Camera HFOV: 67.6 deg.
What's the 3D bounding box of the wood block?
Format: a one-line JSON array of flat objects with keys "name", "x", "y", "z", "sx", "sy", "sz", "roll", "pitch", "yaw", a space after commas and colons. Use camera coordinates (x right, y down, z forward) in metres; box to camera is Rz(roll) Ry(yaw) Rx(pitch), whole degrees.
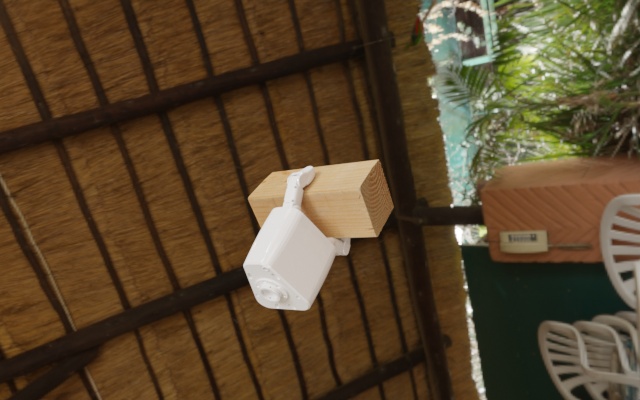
[{"name": "wood block", "x": 0.000, "y": 0.002, "z": 0.774, "sx": 0.206, "sy": 0.091, "sz": 0.090, "roll": -4, "pitch": 30, "yaw": 31}]
